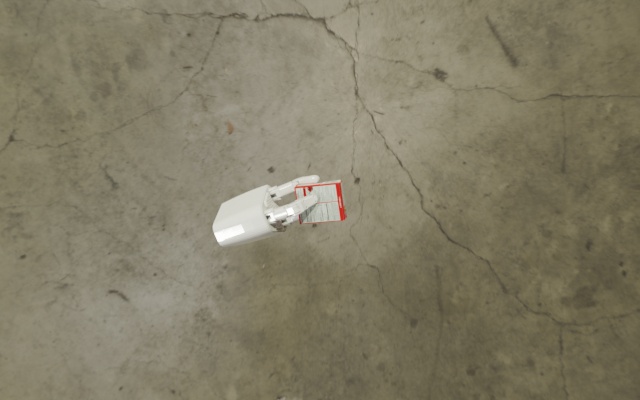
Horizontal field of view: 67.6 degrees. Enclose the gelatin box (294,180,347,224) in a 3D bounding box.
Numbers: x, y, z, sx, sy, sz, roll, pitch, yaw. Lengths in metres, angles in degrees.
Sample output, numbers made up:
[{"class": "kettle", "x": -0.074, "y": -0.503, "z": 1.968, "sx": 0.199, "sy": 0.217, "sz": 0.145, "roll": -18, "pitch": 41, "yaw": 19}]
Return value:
[{"class": "gelatin box", "x": 0.000, "y": 0.003, "z": 0.889, "sx": 0.089, "sy": 0.073, "sz": 0.030, "roll": -5, "pitch": 13, "yaw": 14}]
